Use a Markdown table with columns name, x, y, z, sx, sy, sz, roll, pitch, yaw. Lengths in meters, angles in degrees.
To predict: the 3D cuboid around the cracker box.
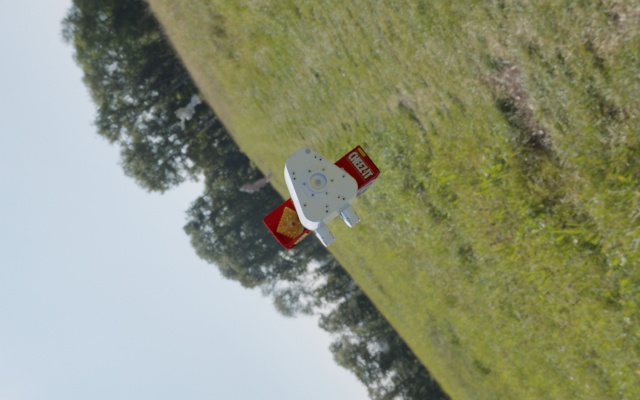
| name | x | y | z | sx | sy | sz | roll | pitch | yaw |
| --- | --- | --- | --- | --- | --- | --- | --- | --- | --- |
| cracker box | 0.000 | 0.003 | 0.892 | 0.213 | 0.072 | 0.164 | -37 | -4 | -7 |
